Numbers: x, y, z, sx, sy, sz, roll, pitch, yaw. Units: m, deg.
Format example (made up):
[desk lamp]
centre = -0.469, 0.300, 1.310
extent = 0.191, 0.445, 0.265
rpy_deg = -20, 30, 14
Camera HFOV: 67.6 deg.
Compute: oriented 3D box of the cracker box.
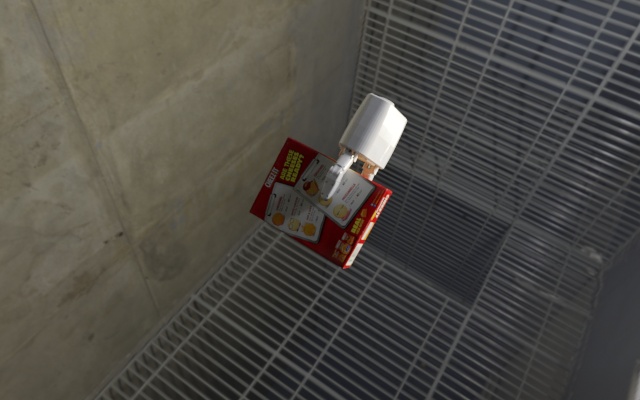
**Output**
[cracker box]
centre = 0.000, 0.003, 0.894
extent = 0.213, 0.164, 0.072
rpy_deg = 29, 4, 17
